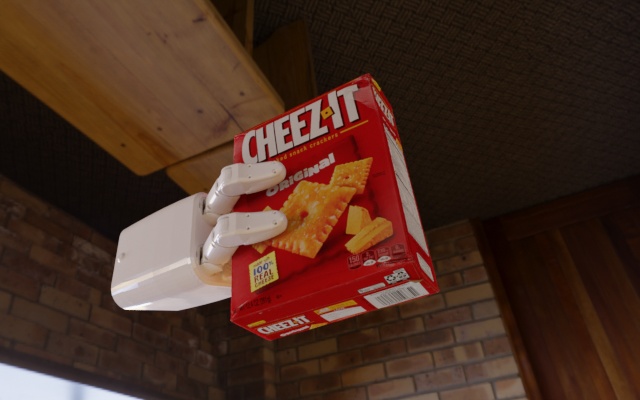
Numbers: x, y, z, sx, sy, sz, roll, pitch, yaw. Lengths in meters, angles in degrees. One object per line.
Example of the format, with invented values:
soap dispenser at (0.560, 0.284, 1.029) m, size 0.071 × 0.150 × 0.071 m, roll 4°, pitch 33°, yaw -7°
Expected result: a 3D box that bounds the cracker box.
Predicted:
cracker box at (0.000, 0.002, 0.447) m, size 0.164 × 0.213 × 0.072 m, roll -21°, pitch -38°, yaw 19°
